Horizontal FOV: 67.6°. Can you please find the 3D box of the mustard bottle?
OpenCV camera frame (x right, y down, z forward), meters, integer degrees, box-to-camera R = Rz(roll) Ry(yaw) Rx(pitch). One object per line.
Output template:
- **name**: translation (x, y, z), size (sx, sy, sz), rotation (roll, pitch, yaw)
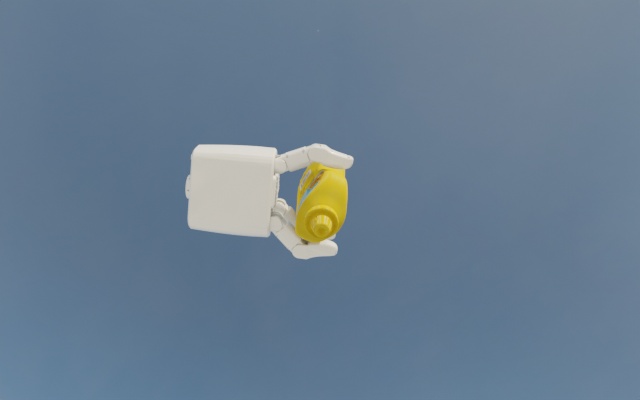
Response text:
- **mustard bottle**: translation (0.000, 0.002, 0.636), size (0.058, 0.096, 0.191), rotation (28, 17, -10)
